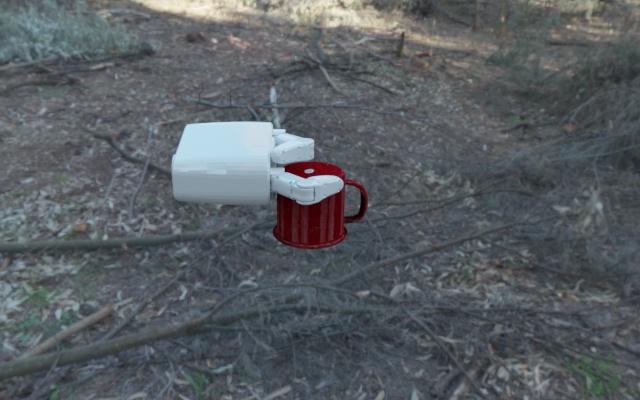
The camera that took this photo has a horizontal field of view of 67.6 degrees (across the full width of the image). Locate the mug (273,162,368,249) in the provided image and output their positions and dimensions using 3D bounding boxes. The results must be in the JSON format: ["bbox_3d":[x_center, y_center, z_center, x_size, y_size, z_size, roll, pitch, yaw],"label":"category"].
[{"bbox_3d":[0.002,0.002,0.579,0.117,0.081,0.093,-1,22,-5],"label":"mug"}]
